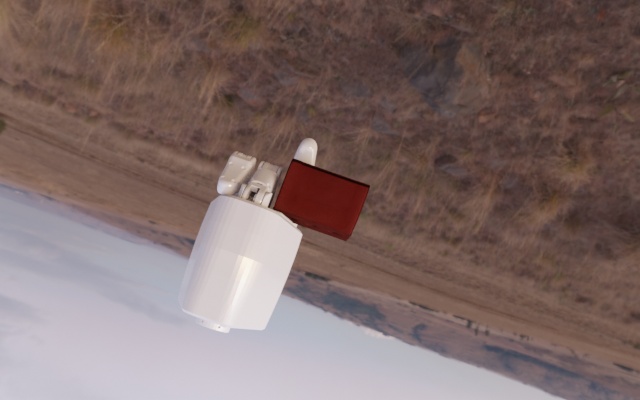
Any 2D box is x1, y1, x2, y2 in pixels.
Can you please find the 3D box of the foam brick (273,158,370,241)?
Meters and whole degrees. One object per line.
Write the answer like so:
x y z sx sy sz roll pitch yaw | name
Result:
0.000 0.001 0.460 0.078 0.051 0.053 19 -12 1 | foam brick
